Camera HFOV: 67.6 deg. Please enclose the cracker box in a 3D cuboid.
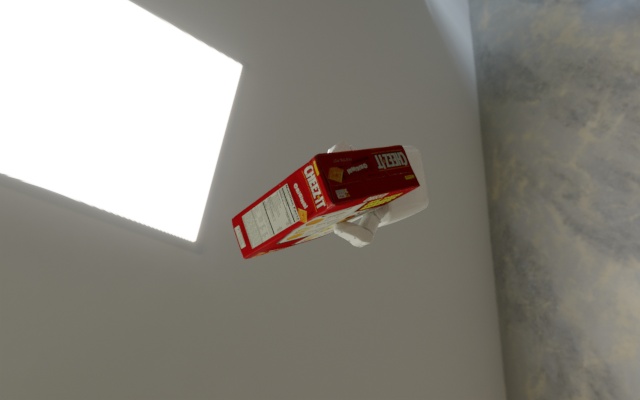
[{"bbox_3d":[0.000,0.002,0.656,0.164,0.072,0.214,-12,-14,-42],"label":"cracker box"}]
